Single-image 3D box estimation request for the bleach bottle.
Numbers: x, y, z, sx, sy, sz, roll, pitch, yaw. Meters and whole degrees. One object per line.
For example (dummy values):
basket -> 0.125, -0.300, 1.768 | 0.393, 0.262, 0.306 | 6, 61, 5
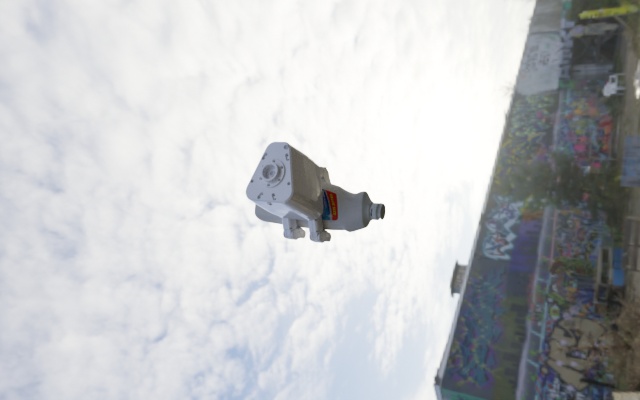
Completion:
bleach bottle -> 0.000, 0.003, 0.894 | 0.251, 0.102, 0.068 | 4, -12, 27
